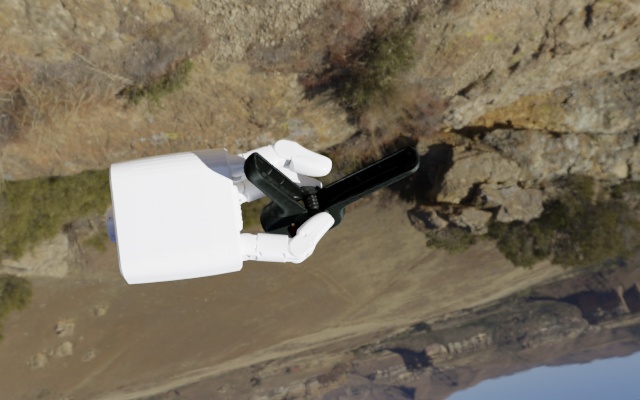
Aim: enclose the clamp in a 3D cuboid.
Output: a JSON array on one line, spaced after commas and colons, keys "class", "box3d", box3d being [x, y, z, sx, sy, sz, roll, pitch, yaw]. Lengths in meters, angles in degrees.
[{"class": "clamp", "box3d": [0.000, 0.003, 0.498, 0.164, 0.036, 0.210, -6, -23, -13]}]
